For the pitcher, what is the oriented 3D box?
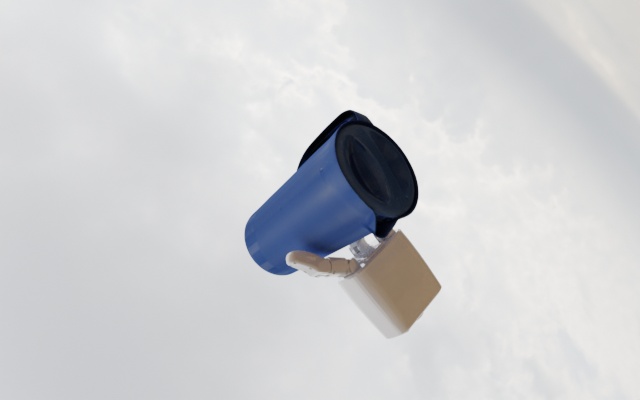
[{"bbox_3d":[0.000,0.002,0.643,0.243,0.145,0.149,-36,7,42],"label":"pitcher"}]
